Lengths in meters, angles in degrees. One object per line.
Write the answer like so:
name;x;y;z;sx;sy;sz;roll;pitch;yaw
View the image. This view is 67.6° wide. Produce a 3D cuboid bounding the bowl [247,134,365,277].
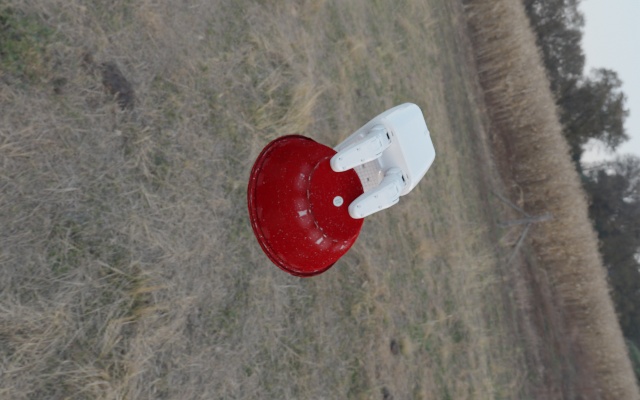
bowl;0.000;0.002;0.520;0.055;0.162;0.162;-10;-7;43
